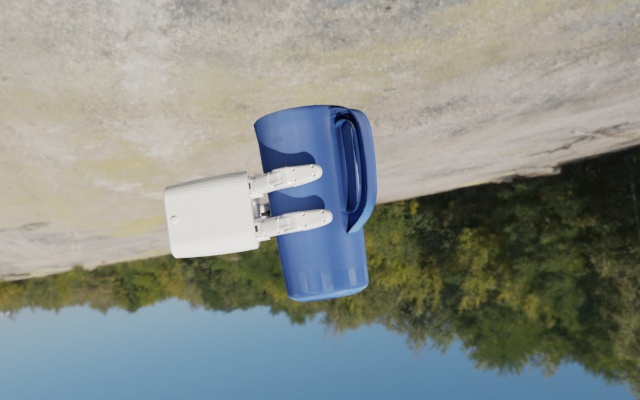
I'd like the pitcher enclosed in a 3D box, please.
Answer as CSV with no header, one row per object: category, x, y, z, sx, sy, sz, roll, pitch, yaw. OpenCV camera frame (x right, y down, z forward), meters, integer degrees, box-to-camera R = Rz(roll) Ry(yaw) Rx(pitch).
pitcher,0.000,0.002,0.625,0.145,0.243,0.149,-9,-5,-1
